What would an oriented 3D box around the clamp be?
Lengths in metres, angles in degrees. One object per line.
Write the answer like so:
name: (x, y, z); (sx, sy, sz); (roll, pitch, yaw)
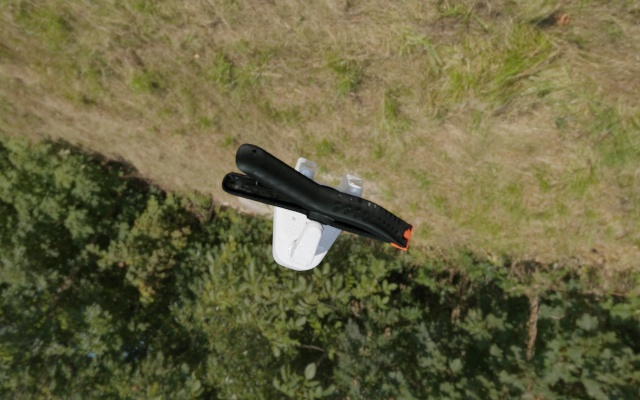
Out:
clamp: (0.000, 0.003, 0.475); (0.210, 0.036, 0.164); (20, -10, -6)
